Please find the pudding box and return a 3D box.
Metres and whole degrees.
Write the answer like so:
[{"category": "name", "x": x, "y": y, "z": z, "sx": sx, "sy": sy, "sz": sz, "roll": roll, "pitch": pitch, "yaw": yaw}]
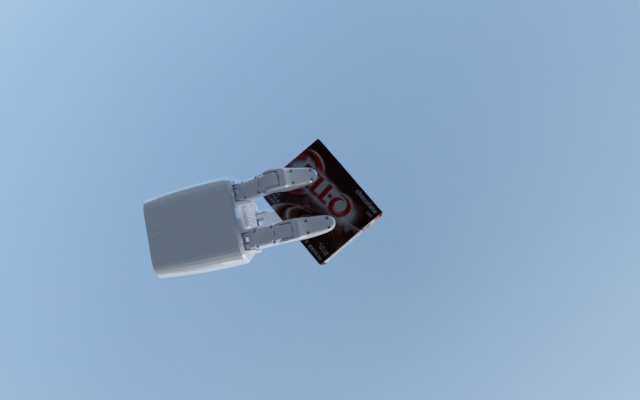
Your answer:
[{"category": "pudding box", "x": 0.000, "y": 0.002, "z": 0.537, "sx": 0.090, "sy": 0.113, "sz": 0.039, "roll": -41, "pitch": -8, "yaw": 1}]
